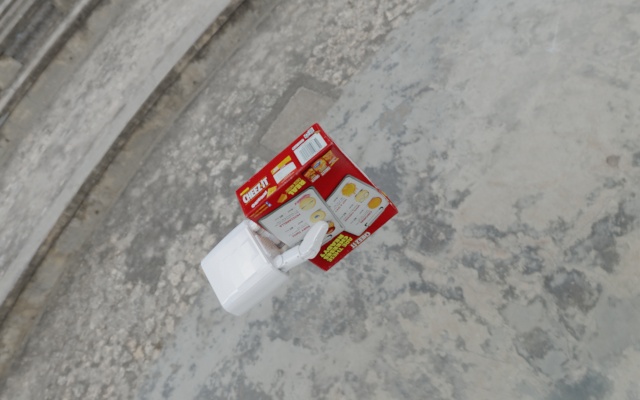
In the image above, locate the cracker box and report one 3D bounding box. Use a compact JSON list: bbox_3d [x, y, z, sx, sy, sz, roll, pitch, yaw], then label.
[{"bbox_3d":[0.000,0.002,0.751,0.214,0.164,0.072,40,13,-45],"label":"cracker box"}]
